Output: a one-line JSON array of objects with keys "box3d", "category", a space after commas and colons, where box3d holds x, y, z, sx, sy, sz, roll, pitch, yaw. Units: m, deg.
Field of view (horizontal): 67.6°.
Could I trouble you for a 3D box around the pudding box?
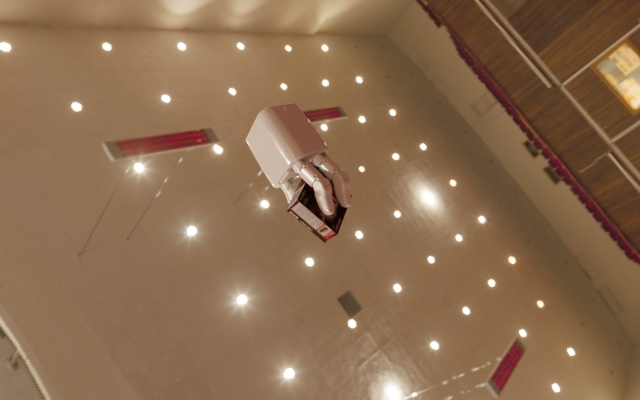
[{"box3d": [0.000, 0.003, 0.809, 0.039, 0.090, 0.113, -38, 18, 39], "category": "pudding box"}]
